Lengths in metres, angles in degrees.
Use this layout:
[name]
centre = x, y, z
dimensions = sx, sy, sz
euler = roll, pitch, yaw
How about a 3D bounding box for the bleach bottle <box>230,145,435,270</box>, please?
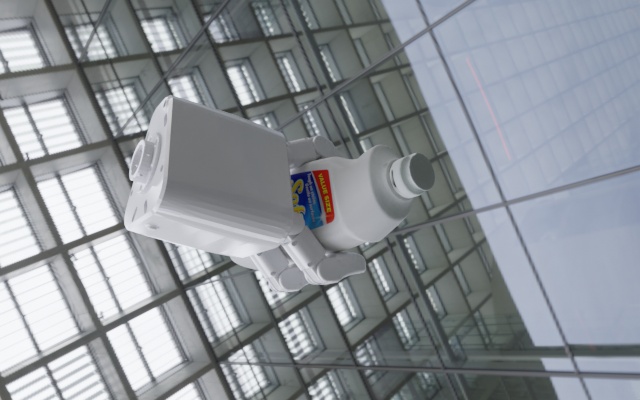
[bleach bottle]
centre = 0.000, 0.002, 0.447
dimensions = 0.068, 0.102, 0.251
euler = 19, -25, -33
